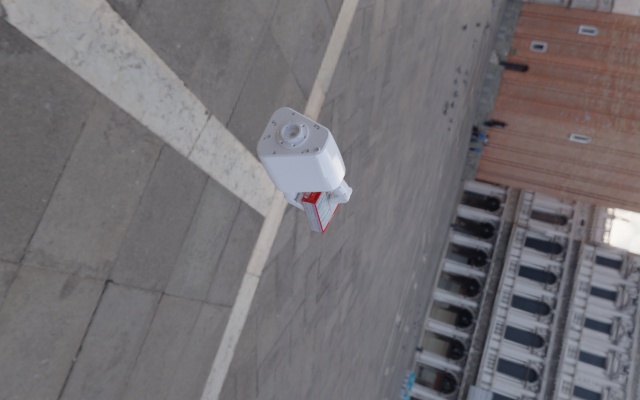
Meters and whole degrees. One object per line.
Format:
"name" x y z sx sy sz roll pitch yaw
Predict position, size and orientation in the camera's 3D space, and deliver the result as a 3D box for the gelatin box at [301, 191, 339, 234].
"gelatin box" 0.001 0.003 0.849 0.030 0.073 0.089 12 -36 24
